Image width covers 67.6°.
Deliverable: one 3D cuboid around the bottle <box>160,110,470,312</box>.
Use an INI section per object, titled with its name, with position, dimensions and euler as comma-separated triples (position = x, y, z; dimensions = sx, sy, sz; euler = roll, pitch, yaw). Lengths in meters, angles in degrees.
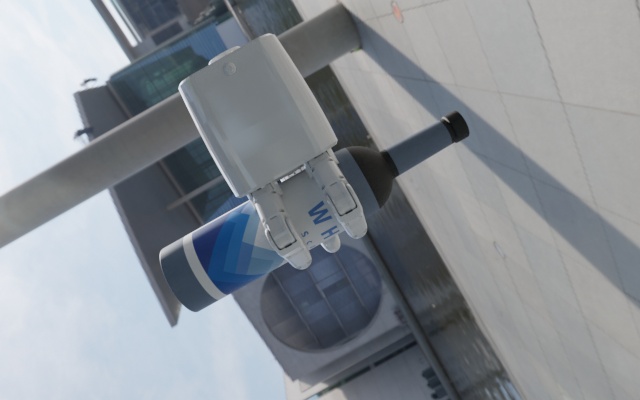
[bottle]
position = 0.000, 0.002, 0.437
dimensions = 0.296, 0.069, 0.069
euler = -29, 0, 1
